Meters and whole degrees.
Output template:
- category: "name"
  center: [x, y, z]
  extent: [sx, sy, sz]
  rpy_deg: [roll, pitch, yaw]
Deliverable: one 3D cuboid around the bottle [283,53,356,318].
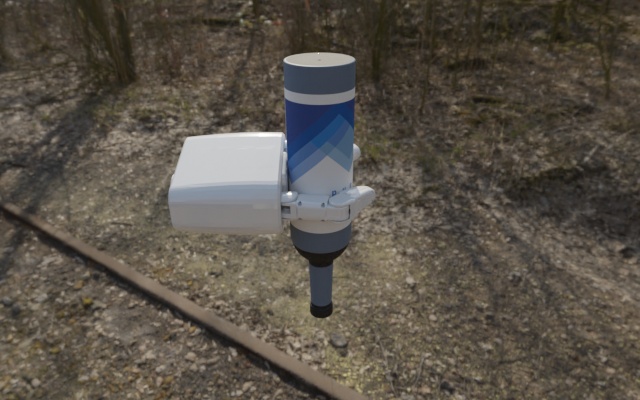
- category: "bottle"
  center: [0.000, 0.001, 0.504]
  extent: [0.069, 0.296, 0.069]
  rpy_deg: [0, 27, 0]
